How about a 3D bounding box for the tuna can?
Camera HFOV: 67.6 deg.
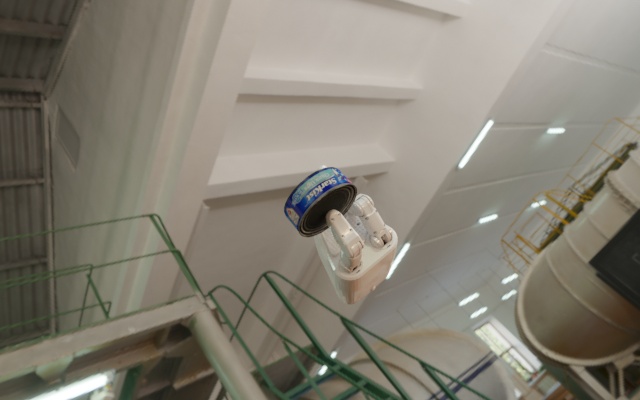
[{"bbox_3d":[0.000,0.001,0.562,0.033,0.086,0.086,49,25,24],"label":"tuna can"}]
